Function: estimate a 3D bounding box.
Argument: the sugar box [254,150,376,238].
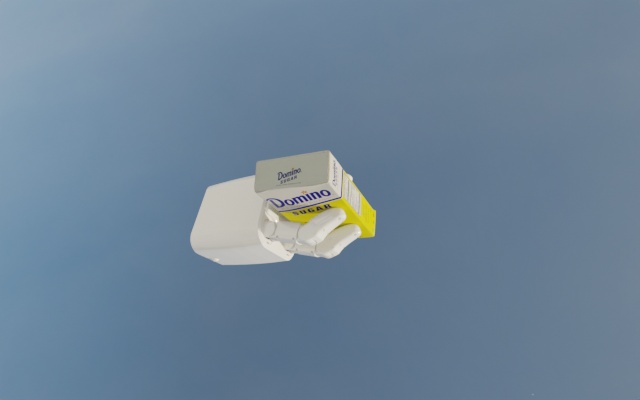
[{"bbox_3d":[0.000,0.003,0.593,0.093,0.048,0.176,-7,-23,22],"label":"sugar box"}]
